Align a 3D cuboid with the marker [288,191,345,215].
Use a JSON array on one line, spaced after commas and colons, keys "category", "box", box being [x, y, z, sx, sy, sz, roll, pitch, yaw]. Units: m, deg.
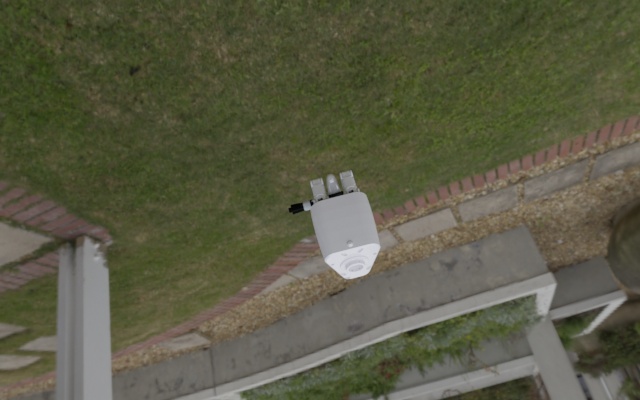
[{"category": "marker", "box": [0.000, 0.003, 0.878, 0.121, 0.020, 0.020, -15, 0, 1]}]
